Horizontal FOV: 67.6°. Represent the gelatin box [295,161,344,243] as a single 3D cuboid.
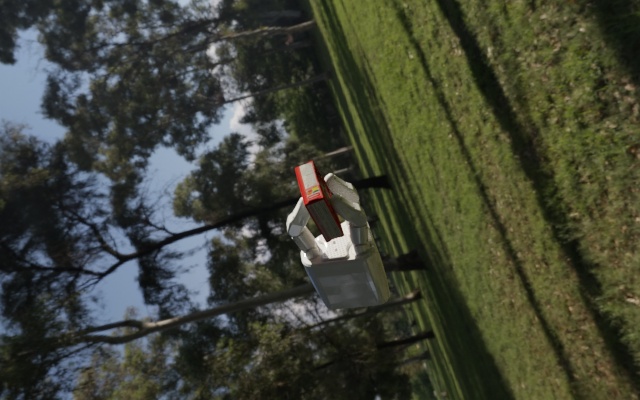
[{"bbox_3d":[0.000,0.002,0.647,0.030,0.073,0.089,-22,-44,7],"label":"gelatin box"}]
